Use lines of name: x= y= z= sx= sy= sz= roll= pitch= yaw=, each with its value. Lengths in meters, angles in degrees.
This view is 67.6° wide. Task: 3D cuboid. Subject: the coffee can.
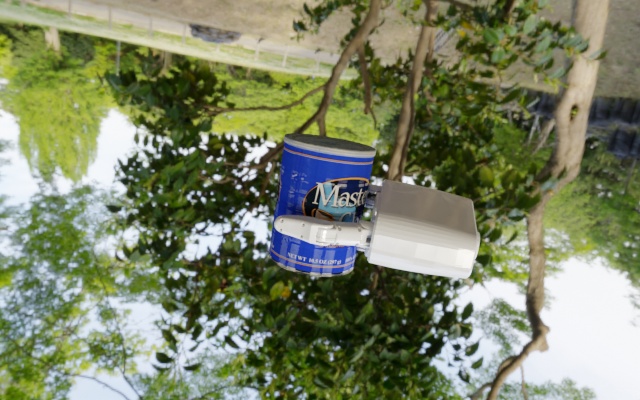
coffee can: x=0.000 y=0.002 z=0.544 sx=0.103 sy=0.140 sz=0.102 roll=9 pitch=13 yaw=-2
